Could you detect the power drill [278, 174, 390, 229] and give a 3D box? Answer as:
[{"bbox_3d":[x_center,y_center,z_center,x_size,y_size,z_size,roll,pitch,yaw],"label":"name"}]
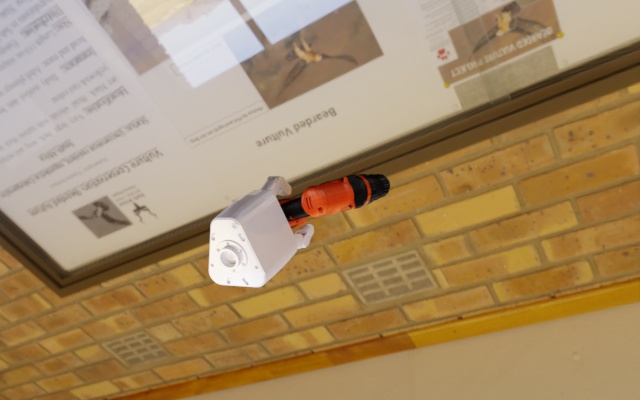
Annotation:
[{"bbox_3d":[0.000,0.003,0.780,0.184,0.057,0.188,-11,-7,-46],"label":"power drill"}]
